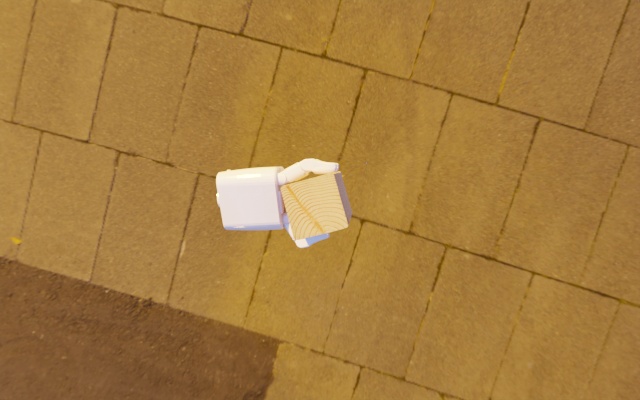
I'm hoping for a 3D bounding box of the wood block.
[{"bbox_3d":[0.000,0.003,0.843,0.090,0.091,0.206,-15,3,7],"label":"wood block"}]
